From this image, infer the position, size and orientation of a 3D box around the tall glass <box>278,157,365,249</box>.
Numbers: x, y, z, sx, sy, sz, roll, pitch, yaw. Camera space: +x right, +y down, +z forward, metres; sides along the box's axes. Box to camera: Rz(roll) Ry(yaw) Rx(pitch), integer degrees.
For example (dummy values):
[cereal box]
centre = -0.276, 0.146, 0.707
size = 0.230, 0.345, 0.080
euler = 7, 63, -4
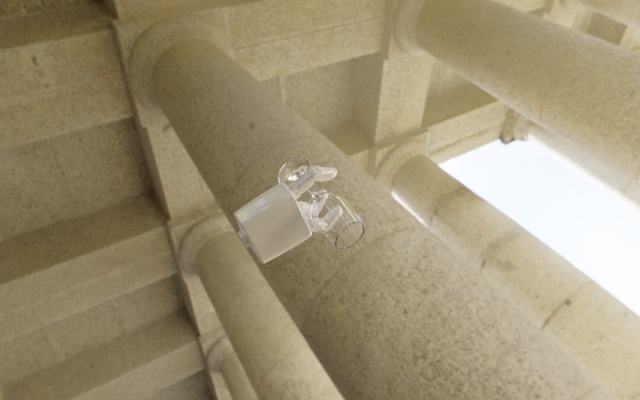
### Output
[tall glass]
centre = 0.000, 0.002, 0.888
size = 0.079, 0.079, 0.201
euler = 0, 36, -40
